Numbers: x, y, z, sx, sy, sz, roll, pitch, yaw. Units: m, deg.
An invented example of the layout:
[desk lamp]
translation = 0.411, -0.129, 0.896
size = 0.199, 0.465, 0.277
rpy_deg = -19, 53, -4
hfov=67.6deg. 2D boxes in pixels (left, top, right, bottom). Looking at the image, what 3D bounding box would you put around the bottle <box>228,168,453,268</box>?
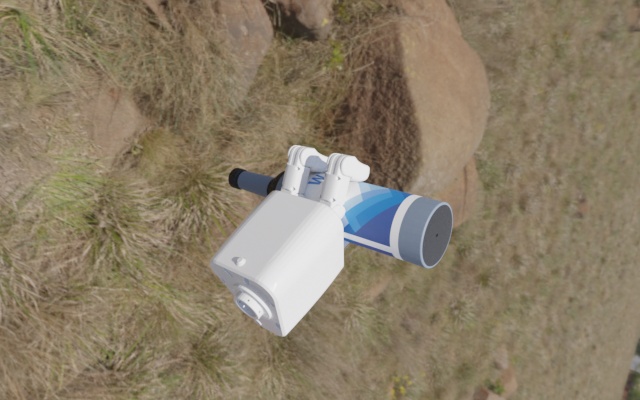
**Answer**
[bottle]
translation = 0.000, 0.002, 0.549
size = 0.295, 0.069, 0.069
rpy_deg = 16, 10, 37
